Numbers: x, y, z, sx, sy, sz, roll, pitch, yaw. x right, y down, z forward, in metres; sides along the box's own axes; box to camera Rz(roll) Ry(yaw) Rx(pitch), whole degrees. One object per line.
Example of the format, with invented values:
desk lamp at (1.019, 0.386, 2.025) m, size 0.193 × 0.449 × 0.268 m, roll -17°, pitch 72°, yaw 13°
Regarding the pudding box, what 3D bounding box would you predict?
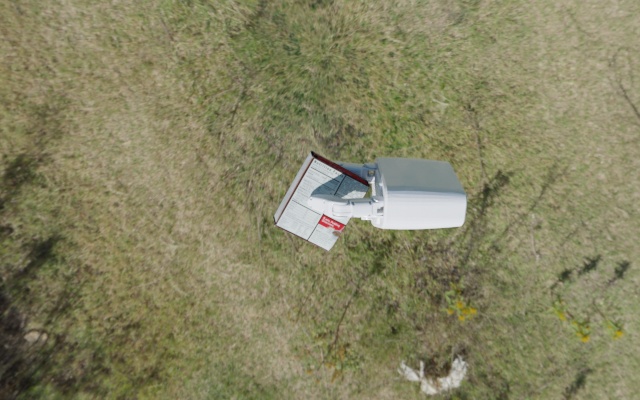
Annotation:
pudding box at (0.000, 0.002, 0.649) m, size 0.090 × 0.113 × 0.039 m, roll 28°, pitch 13°, yaw -14°
